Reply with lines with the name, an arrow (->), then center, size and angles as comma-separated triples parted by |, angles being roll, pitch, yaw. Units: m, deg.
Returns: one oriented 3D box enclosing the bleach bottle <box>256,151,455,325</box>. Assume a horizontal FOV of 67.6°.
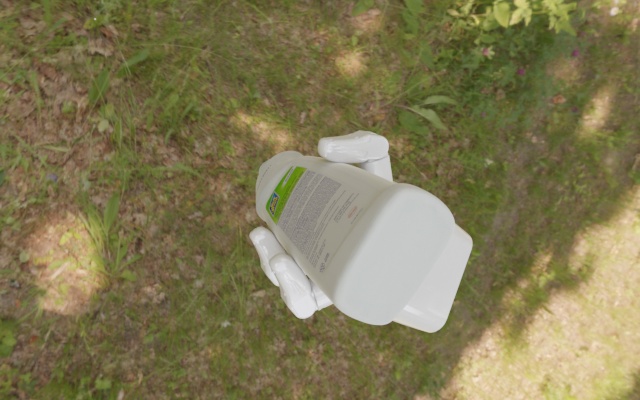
bleach bottle -> 0.000, 0.001, 0.422 | 0.068, 0.102, 0.250 | 30, 5, -31
